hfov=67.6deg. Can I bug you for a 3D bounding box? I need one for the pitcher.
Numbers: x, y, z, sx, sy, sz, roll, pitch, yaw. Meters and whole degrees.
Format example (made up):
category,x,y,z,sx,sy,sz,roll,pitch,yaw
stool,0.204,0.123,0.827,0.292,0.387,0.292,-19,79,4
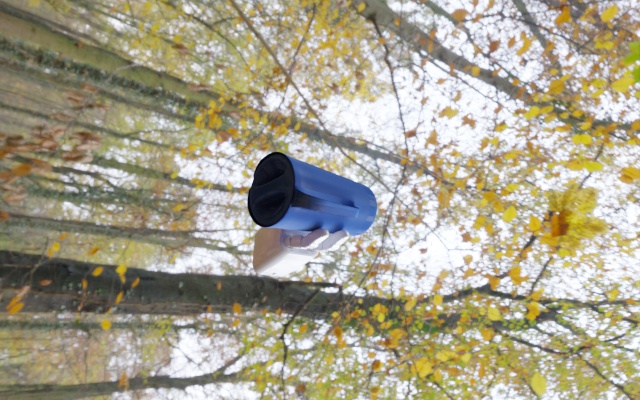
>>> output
category,x,y,z,sx,sy,sz,roll,pitch,yaw
pitcher,0.000,0.003,0.892,0.243,0.149,0.145,13,-43,-42
